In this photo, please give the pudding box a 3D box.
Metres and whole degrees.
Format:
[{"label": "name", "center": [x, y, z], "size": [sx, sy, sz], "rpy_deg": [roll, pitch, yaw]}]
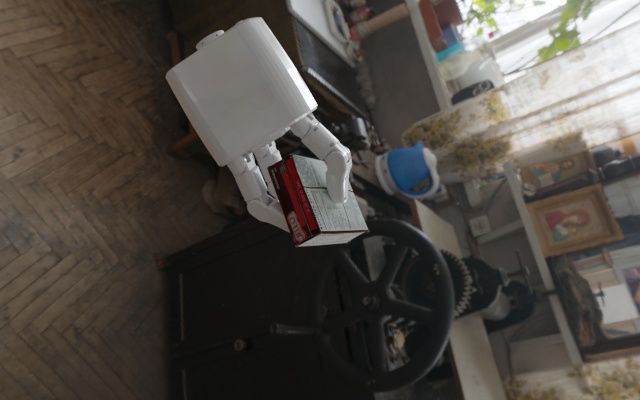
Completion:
[{"label": "pudding box", "center": [0.000, 0.002, 0.518], "size": [0.039, 0.090, 0.113], "rpy_deg": [-28, -17, 29]}]
